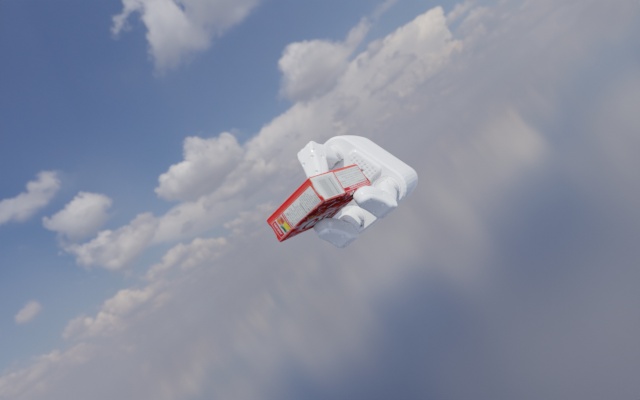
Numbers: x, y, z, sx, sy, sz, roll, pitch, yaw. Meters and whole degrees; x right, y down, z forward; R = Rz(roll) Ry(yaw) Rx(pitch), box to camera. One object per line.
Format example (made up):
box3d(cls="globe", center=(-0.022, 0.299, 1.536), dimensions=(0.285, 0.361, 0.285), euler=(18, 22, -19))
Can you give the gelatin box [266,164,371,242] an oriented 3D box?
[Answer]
box3d(cls="gelatin box", center=(0.000, 0.001, 0.477), dimensions=(0.073, 0.030, 0.089), euler=(-42, -13, 35))
